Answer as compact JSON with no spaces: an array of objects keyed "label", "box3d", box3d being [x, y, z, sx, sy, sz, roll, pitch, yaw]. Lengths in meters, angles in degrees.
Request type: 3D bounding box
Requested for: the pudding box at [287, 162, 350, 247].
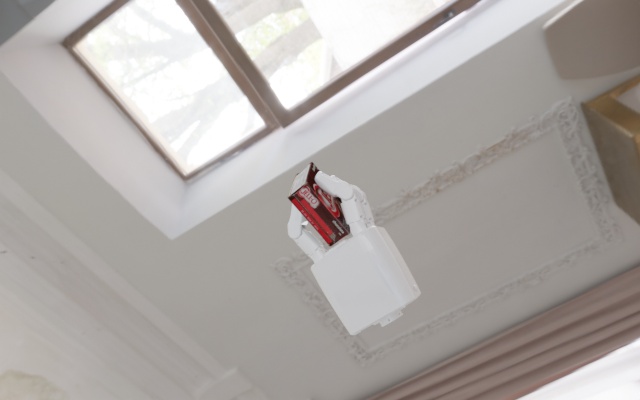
[{"label":"pudding box","box3d":[0.000,0.002,0.664,0.039,0.090,0.113,-37,14,11]}]
